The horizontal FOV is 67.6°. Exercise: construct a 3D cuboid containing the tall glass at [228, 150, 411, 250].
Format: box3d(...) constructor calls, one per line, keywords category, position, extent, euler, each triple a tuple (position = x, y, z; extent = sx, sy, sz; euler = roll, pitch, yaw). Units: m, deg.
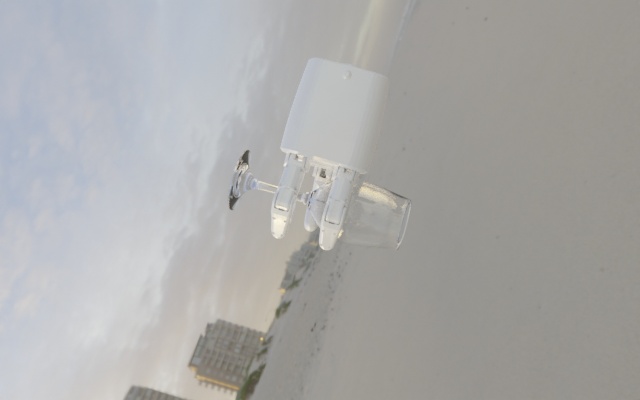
box3d(category="tall glass", position=(-0.001, 0.002, 0.557), extent=(0.201, 0.079, 0.079), euler=(16, 1, 3))
